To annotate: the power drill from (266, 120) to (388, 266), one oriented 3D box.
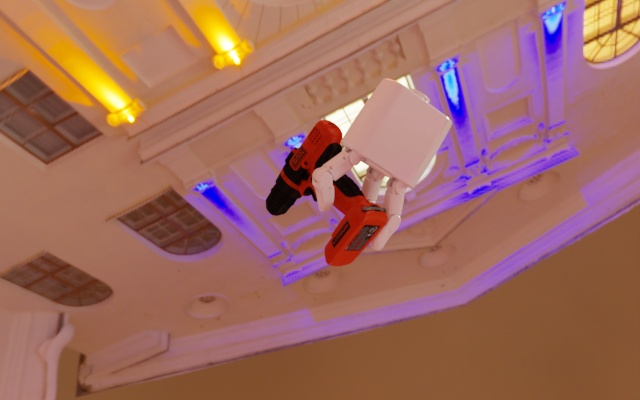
[{"bbox_3d":[0.001,0.002,0.702,0.057,0.187,0.184,2,-46,-45],"label":"power drill"}]
